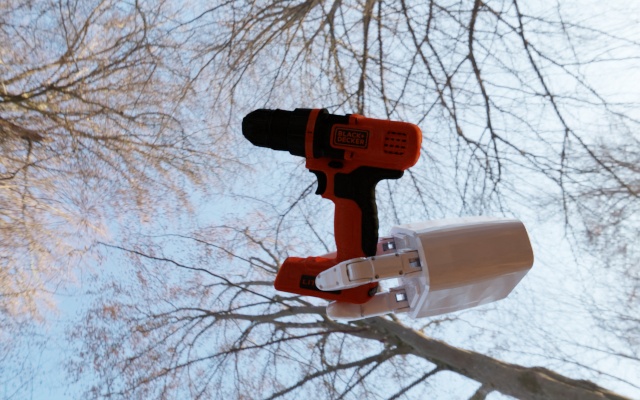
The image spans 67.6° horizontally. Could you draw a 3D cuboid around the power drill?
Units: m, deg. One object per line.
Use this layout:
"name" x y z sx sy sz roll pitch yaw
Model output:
"power drill" 0.000 0.002 0.486 0.184 0.187 0.057 8 7 13
